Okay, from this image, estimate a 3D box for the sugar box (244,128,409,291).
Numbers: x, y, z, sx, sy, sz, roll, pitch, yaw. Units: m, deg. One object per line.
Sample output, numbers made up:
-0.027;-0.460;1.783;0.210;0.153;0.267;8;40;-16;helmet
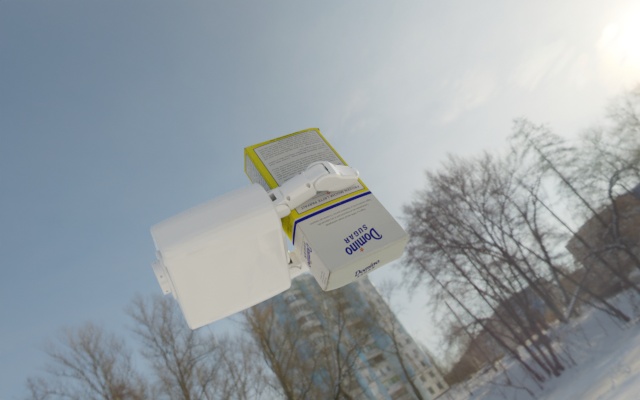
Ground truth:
0.000;0.002;0.493;0.093;0.176;0.048;-21;-33;-23;sugar box
